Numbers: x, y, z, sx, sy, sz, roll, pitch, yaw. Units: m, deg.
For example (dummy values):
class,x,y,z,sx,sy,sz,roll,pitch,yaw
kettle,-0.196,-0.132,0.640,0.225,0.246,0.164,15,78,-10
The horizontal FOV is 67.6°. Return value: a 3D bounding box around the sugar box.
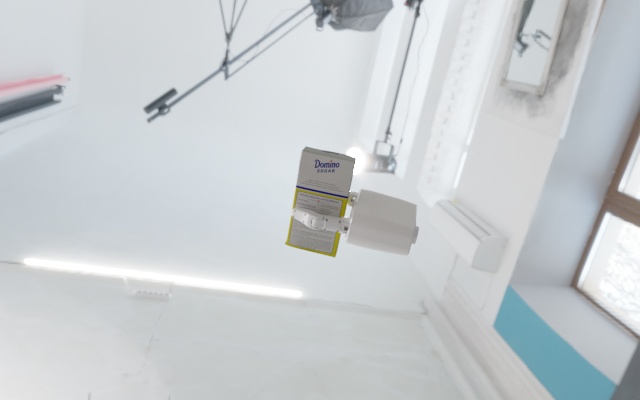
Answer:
class,x,y,z,sx,sy,sz,roll,pitch,yaw
sugar box,0.000,0.003,0.821,0.093,0.176,0.048,13,17,4
